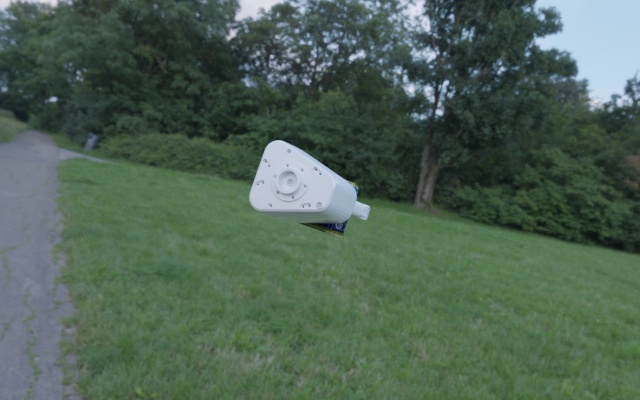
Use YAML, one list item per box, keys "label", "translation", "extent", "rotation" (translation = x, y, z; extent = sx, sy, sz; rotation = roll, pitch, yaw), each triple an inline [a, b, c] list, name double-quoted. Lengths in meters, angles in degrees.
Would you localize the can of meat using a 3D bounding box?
- label: "can of meat"
  translation: [0.000, 0.002, 0.736]
  extent: [0.102, 0.084, 0.057]
  rotation: [18, -2, 22]
